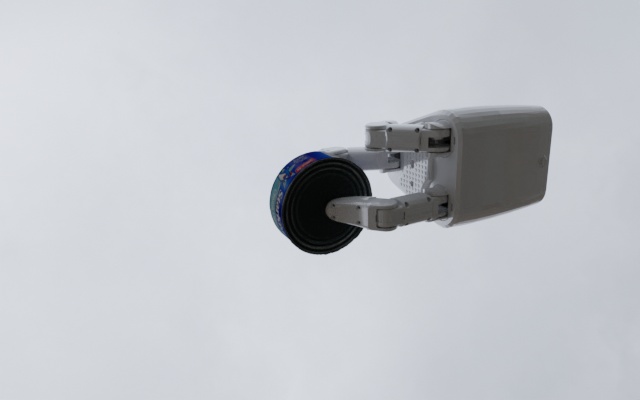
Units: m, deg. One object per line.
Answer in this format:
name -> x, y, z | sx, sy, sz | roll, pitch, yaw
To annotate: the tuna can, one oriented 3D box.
tuna can -> 0.000, 0.001, 0.413 | 0.086, 0.086, 0.033 | 0, 17, -29
